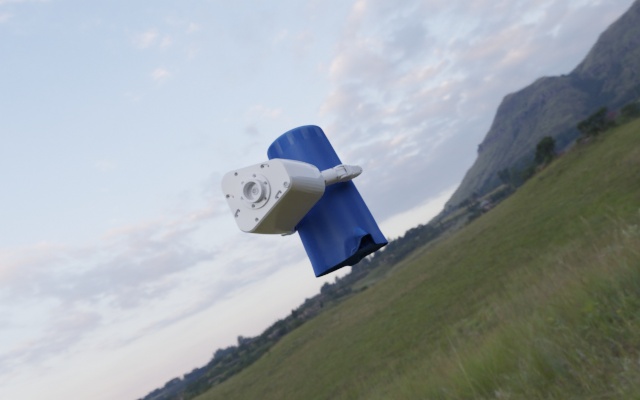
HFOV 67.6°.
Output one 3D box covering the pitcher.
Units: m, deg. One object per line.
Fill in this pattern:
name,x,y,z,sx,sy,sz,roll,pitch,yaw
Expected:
pitcher,0.000,0.003,0.818,0.149,0.242,0.145,-31,-14,21
